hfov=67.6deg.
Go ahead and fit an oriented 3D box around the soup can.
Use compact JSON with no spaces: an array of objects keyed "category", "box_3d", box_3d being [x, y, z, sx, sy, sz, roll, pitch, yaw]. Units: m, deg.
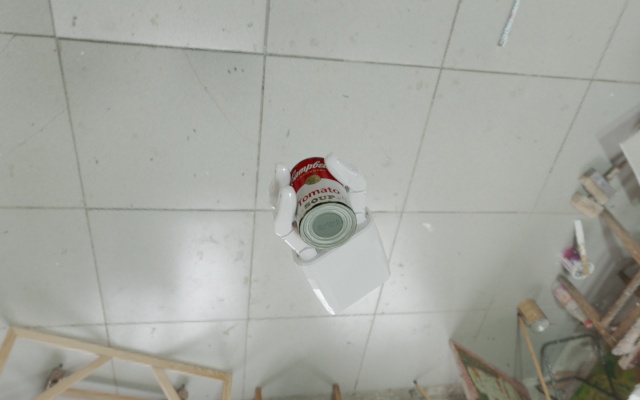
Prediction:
[{"category":"soup can","box_3d":[0.000,0.002,0.568,0.068,0.068,0.102,0,34,-12]}]
